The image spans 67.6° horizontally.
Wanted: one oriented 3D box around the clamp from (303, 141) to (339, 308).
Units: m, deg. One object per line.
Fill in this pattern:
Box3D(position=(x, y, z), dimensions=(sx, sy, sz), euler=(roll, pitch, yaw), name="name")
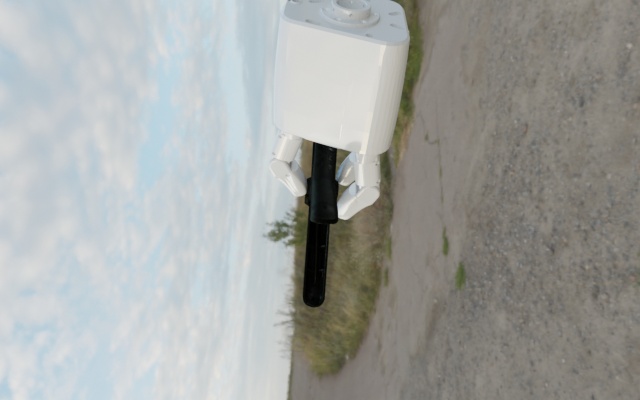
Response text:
Box3D(position=(-0.001, 0.001, 0.534), dimensions=(0.036, 0.165, 0.209), euler=(5, 43, -3), name="clamp")
